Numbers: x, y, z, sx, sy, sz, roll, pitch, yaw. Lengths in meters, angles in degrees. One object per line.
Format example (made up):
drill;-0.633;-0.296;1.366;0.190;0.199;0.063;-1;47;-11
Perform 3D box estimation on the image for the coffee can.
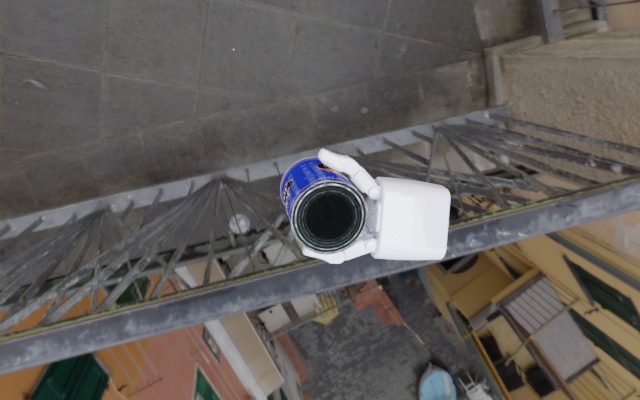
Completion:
coffee can;0.000;0.002;0.678;0.103;0.103;0.140;0;17;-10
